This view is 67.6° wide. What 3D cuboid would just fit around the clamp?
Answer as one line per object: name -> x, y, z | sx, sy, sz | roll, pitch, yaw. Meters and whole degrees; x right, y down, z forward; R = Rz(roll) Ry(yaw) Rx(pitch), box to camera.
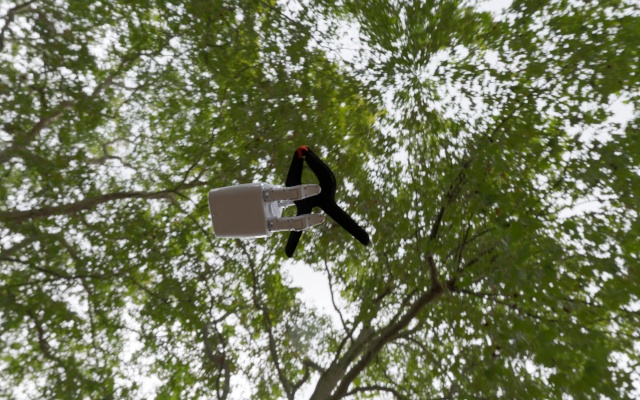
clamp -> 0.000, 0.002, 0.873 | 0.164, 0.210, 0.036 | -4, 13, 14
